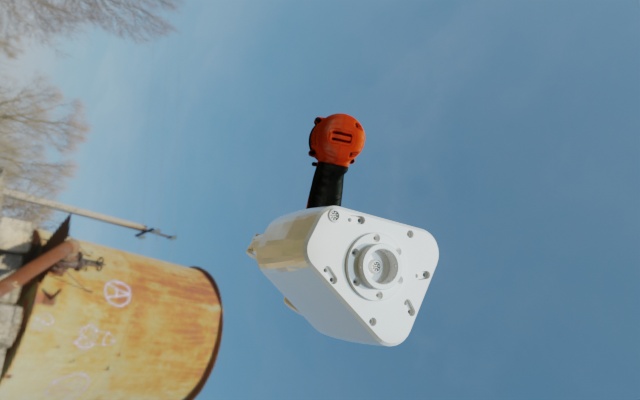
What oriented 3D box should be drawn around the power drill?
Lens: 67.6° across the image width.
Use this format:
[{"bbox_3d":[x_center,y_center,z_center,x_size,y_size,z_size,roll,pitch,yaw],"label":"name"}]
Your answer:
[{"bbox_3d":[0.000,0.002,0.522,0.057,0.187,0.184,9,4,-2],"label":"power drill"}]
